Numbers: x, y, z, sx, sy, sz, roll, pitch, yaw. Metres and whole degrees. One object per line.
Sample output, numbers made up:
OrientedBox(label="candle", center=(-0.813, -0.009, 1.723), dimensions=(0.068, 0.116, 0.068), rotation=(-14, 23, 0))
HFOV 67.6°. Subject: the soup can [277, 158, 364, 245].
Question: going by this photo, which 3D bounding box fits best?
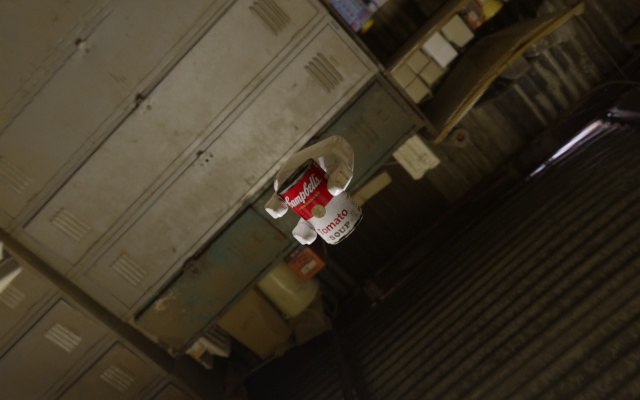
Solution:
OrientedBox(label="soup can", center=(0.000, 0.002, 0.645), dimensions=(0.102, 0.068, 0.068), rotation=(45, -12, -13))
